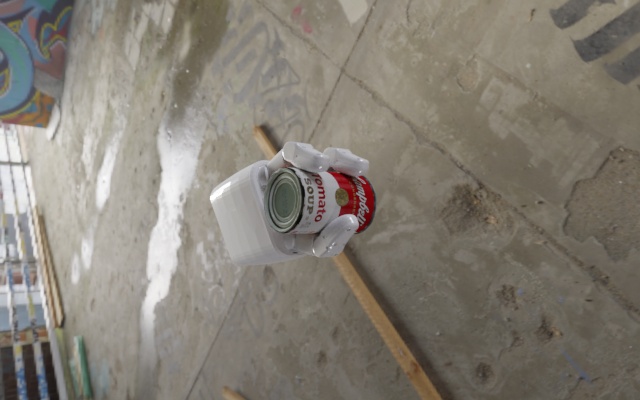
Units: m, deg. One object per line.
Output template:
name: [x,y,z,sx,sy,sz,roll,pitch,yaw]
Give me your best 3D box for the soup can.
soup can: [0.000,0.002,0.504,0.102,0.068,0.068,3,-2,-40]
